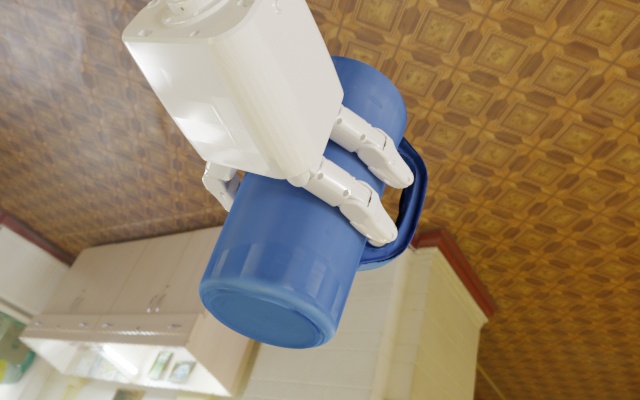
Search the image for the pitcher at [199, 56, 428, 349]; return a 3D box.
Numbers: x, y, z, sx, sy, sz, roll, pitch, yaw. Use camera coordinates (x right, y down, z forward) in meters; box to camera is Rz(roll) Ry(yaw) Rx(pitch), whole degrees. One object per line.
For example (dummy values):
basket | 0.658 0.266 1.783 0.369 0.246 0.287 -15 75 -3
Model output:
pitcher | 0.000 0.001 0.421 0.149 0.242 0.145 0 -39 25
